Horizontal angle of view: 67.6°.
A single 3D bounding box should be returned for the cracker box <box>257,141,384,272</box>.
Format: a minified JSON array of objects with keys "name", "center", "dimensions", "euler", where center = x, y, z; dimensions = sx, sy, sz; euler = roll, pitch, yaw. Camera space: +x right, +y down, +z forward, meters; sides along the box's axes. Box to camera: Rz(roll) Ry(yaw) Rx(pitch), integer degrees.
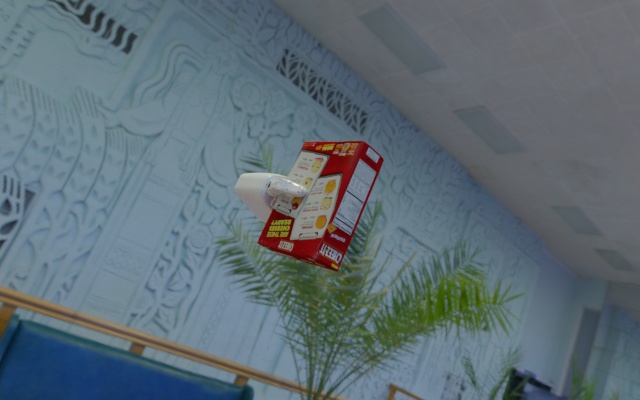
[{"name":"cracker box","center":[0.000,0.002,0.836],"dimensions":[0.072,0.213,0.164],"euler":[33,-16,-37]}]
